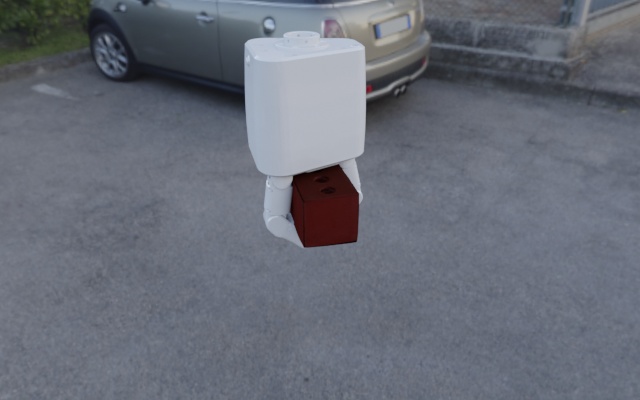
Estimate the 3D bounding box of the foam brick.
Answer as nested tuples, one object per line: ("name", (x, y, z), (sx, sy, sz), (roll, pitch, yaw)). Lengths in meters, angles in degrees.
("foam brick", (0.000, 0.002, 0.457), (0.053, 0.051, 0.078), (-7, 30, -14))
